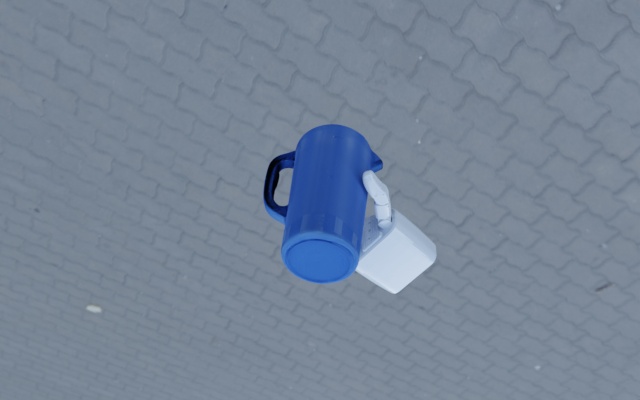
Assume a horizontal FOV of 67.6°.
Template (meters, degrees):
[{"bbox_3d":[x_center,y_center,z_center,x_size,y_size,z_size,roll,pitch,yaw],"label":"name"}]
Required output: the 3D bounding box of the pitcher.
[{"bbox_3d":[0.000,0.002,0.733,0.145,0.242,0.149,38,-53,-24],"label":"pitcher"}]
